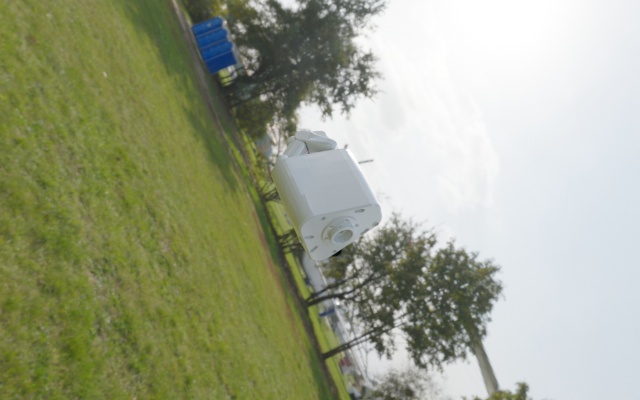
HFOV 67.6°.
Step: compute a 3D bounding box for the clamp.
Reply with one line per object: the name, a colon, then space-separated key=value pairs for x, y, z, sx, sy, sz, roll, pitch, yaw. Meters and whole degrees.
clamp: x=0.001 y=0.002 z=0.721 sx=0.039 sy=0.120 sz=0.172 roll=-23 pitch=-40 yaw=-4
